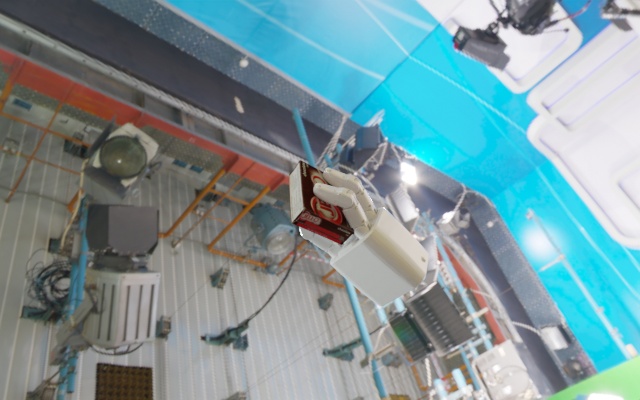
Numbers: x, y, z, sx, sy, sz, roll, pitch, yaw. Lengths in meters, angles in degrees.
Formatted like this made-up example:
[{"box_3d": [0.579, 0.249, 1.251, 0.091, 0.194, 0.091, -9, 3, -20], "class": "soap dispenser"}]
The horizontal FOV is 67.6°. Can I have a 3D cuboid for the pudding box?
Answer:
[{"box_3d": [0.000, 0.002, 0.705, 0.090, 0.039, 0.113, 26, 32, -27], "class": "pudding box"}]
